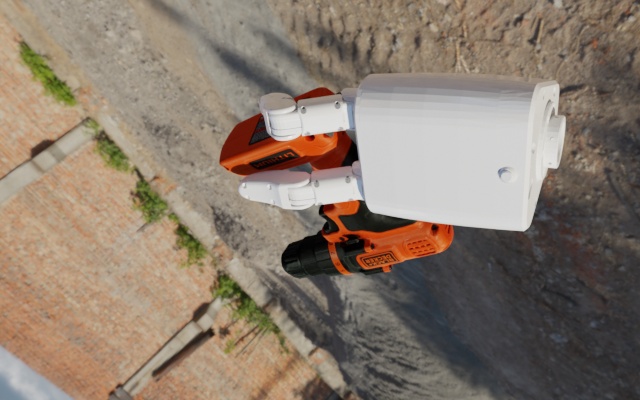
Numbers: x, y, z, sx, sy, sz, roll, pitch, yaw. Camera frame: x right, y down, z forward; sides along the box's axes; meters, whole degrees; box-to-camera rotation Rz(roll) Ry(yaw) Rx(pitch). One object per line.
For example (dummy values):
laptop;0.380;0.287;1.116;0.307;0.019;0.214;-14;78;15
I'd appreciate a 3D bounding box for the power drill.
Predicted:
power drill;0.000;0.001;0.426;0.184;0.057;0.188;-18;-48;30
